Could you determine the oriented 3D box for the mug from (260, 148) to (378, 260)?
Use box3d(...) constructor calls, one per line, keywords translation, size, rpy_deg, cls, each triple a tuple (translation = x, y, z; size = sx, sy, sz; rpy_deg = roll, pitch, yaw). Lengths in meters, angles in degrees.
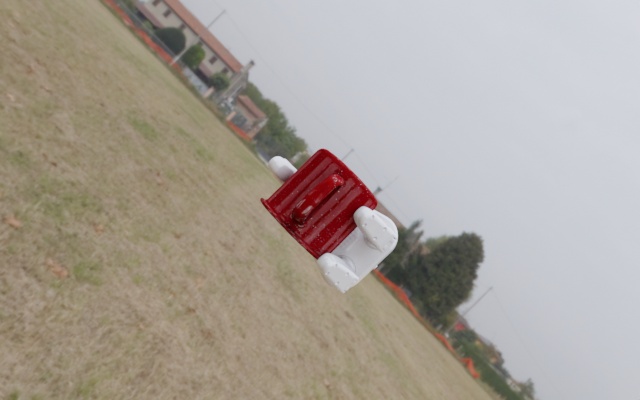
box3d(translation=(0.000, 0.001, 0.461), size=(0.093, 0.081, 0.117), rpy_deg=(45, -1, 10), cls="mug")
